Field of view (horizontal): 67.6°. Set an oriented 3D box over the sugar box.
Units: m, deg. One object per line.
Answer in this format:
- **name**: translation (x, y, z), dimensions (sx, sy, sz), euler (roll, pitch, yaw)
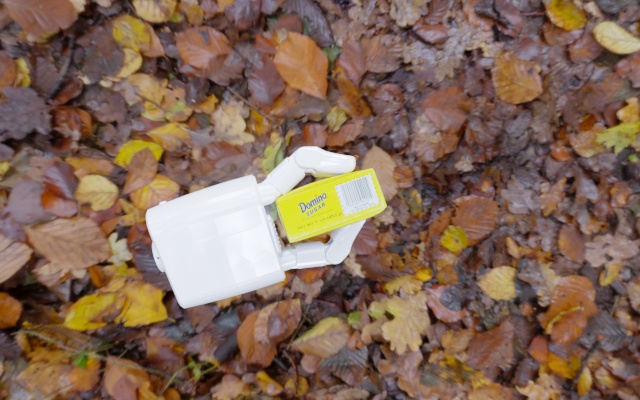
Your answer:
- **sugar box**: translation (0.000, 0.001, 0.500), dimensions (0.093, 0.048, 0.176), euler (-18, 6, -7)
